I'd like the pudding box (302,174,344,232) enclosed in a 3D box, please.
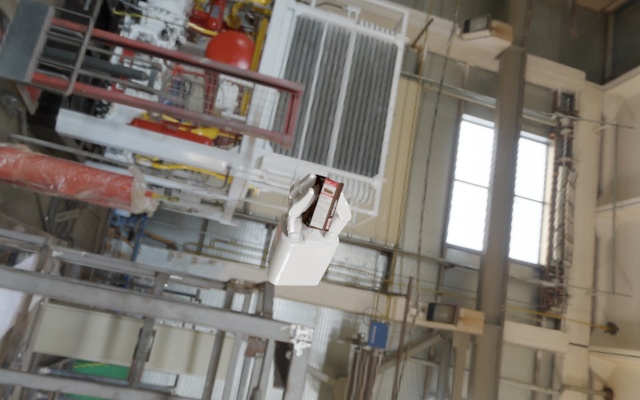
[{"bbox_3d":[0.000,0.003,0.829,0.039,0.090,0.113,17,2,-13],"label":"pudding box"}]
